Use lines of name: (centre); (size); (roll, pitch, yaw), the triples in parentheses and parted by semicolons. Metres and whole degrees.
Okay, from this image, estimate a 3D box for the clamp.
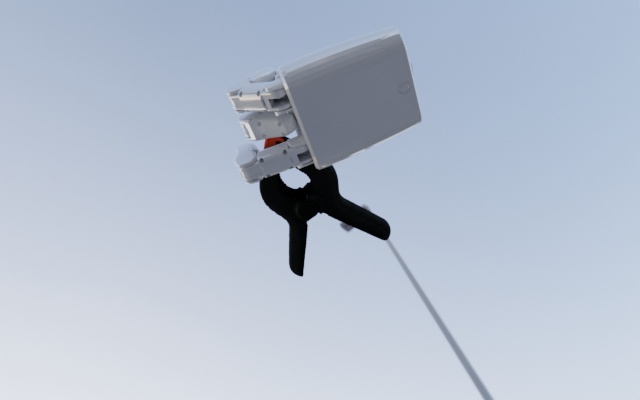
clamp: (0.000, 0.001, 0.493); (0.120, 0.172, 0.039); (-21, 35, 2)
